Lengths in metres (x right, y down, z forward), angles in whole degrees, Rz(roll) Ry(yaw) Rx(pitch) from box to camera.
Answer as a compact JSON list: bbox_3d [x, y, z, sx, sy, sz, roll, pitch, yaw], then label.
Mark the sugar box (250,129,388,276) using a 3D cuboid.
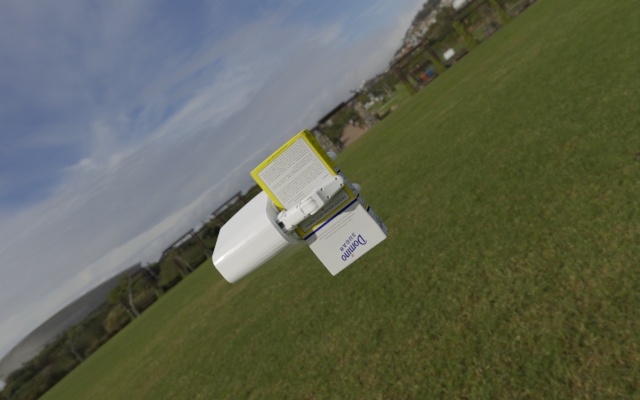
[{"bbox_3d":[0.000,0.002,0.633,0.093,0.176,0.048,-37,5,15],"label":"sugar box"}]
